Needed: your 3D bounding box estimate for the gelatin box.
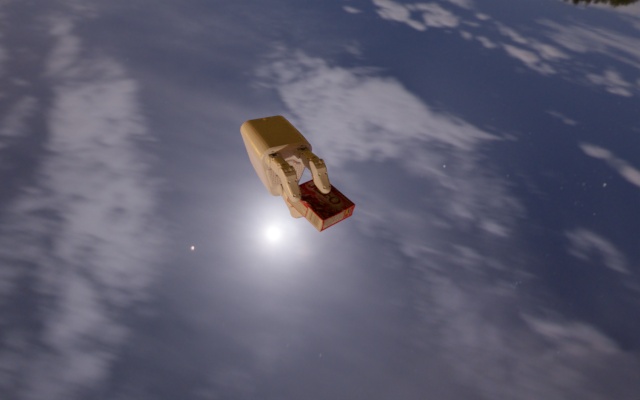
[{"bbox_3d":[0.000,0.003,0.785,0.073,0.030,0.089,-25,54,-35],"label":"gelatin box"}]
